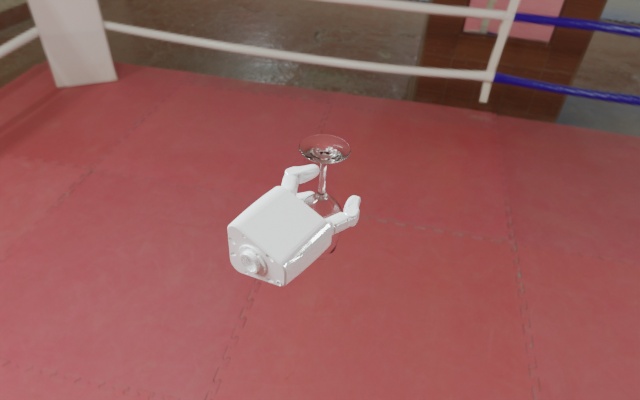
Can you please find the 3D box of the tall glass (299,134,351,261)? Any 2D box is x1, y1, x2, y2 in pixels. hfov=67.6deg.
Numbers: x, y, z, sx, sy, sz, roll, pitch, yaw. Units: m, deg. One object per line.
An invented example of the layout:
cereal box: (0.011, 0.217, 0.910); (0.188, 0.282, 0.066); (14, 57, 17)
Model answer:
tall glass: (0.000, 0.002, 0.742); (0.079, 0.201, 0.079); (3, 39, -2)
